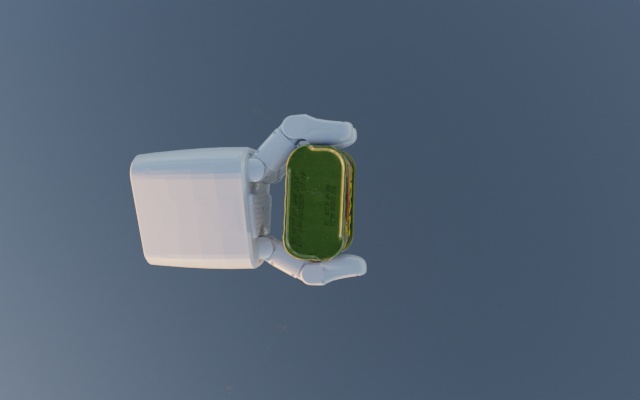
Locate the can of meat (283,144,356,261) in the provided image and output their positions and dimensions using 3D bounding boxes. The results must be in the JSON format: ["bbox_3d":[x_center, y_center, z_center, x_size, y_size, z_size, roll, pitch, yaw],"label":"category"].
[{"bbox_3d":[0.000,0.002,0.431,0.057,0.102,0.084,2,1,7],"label":"can of meat"}]
